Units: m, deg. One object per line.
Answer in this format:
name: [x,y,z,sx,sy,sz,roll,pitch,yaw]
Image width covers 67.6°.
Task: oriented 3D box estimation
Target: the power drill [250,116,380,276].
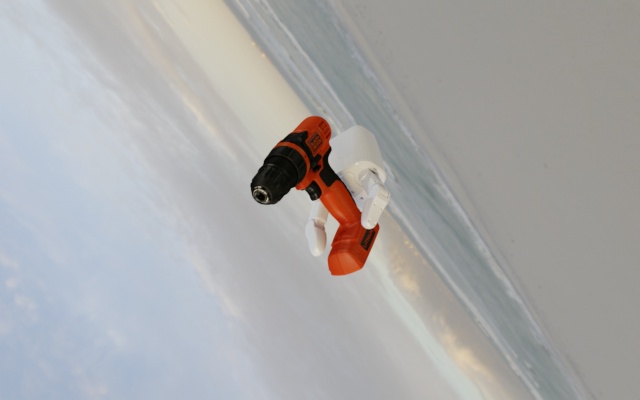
power drill: [0.000,0.002,0.606,0.057,0.188,0.184,-16,25,33]
